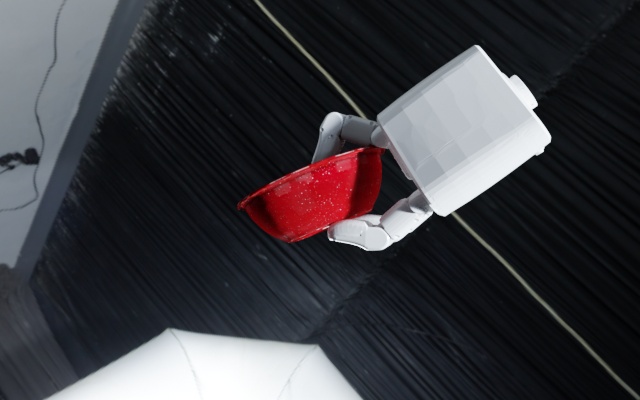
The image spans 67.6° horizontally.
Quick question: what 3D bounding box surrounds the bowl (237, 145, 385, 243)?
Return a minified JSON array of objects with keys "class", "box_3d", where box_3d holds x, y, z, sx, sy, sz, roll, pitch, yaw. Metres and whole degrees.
[{"class":"bowl","box_3d":[-0.001,0.002,0.488,0.162,0.055,0.162,-21,-5,-2]}]
